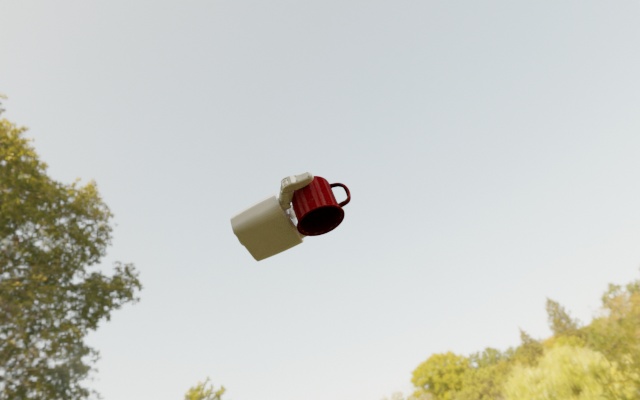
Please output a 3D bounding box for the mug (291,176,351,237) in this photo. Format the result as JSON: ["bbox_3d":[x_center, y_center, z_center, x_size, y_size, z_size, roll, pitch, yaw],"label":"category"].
[{"bbox_3d":[0.001,0.002,0.897,0.117,0.081,0.093,-25,-36,6],"label":"mug"}]
